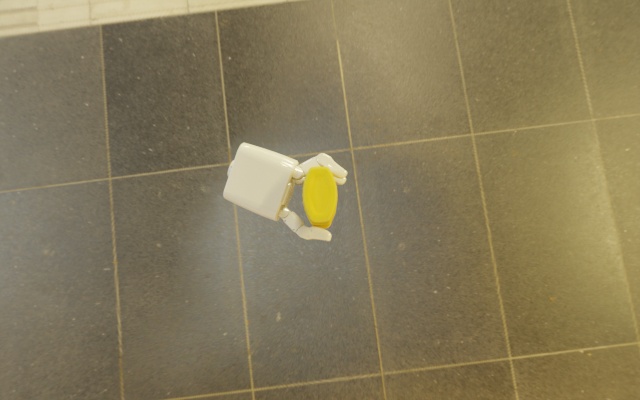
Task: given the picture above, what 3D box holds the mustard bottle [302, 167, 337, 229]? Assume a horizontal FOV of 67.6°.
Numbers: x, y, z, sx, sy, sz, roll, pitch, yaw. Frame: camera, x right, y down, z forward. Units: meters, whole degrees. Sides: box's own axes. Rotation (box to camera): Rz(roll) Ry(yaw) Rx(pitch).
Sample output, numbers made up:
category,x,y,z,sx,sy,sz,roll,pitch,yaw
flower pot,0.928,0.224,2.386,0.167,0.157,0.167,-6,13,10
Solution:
category,x,y,z,sx,sy,sz,roll,pitch,yaw
mustard bottle,0.000,0.003,0.872,0.058,0.096,0.191,-3,-8,0
